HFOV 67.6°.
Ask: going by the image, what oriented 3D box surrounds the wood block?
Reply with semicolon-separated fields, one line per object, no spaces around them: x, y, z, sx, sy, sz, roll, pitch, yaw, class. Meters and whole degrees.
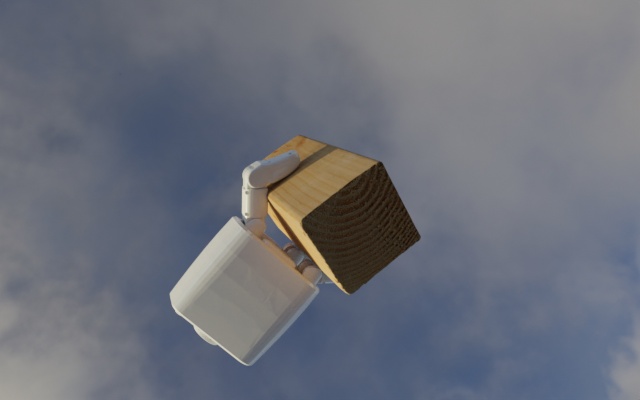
0.000;0.002;0.504;0.090;0.091;0.206;-37;24;-10;wood block
